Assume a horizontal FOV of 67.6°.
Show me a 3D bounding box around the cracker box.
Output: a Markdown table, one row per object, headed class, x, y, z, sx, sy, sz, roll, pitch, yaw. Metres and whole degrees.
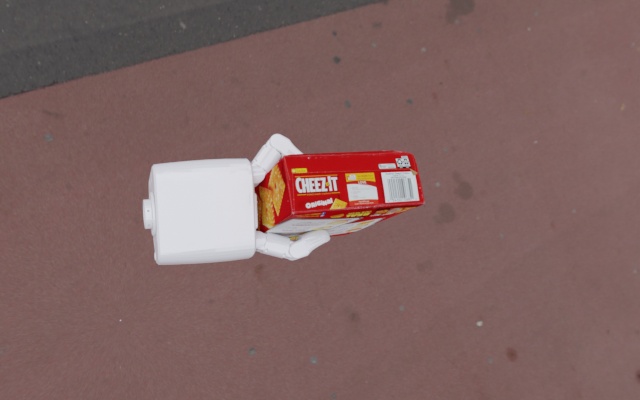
| class | x | y | z | sx | sy | sz | roll | pitch | yaw |
| --- | --- | --- | --- | --- | --- | --- | --- | --- | --- |
| cracker box | 0.000 | 0.002 | 0.604 | 0.164 | 0.072 | 0.214 | -4 | -11 | -24 |
